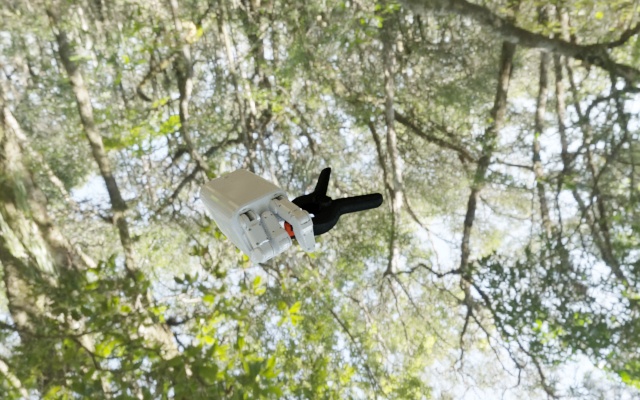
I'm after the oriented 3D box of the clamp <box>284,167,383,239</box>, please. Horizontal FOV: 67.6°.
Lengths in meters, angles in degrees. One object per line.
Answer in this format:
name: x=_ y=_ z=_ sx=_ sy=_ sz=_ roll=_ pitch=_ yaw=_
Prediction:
clamp: x=0.000 y=0.003 z=0.741 sx=0.171 sy=0.039 sz=0.120 roll=-24 pitch=40 yaw=-34
